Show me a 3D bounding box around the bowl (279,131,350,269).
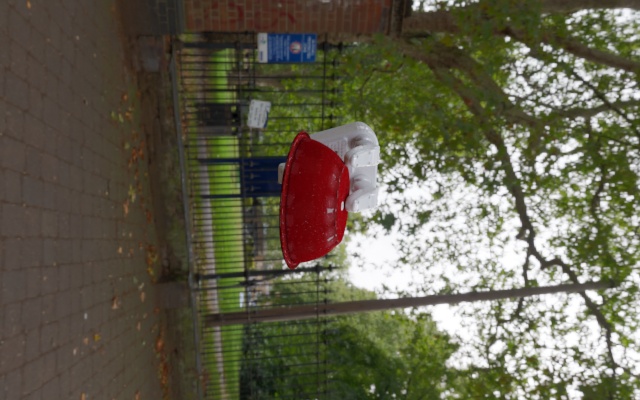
[{"bbox_3d":[0.000,0.003,0.555,0.055,0.162,0.162,5,1,12],"label":"bowl"}]
